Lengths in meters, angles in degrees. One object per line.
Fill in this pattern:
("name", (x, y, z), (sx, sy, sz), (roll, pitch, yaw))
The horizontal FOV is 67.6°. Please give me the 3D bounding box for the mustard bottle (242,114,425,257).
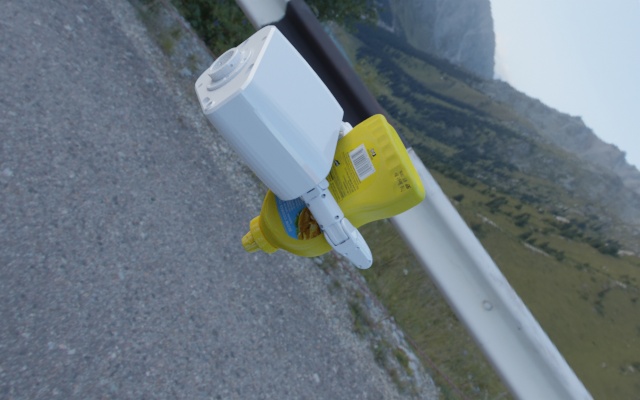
("mustard bottle", (0.000, 0.002, 0.475), (0.191, 0.096, 0.058), (-30, -30, 18))
